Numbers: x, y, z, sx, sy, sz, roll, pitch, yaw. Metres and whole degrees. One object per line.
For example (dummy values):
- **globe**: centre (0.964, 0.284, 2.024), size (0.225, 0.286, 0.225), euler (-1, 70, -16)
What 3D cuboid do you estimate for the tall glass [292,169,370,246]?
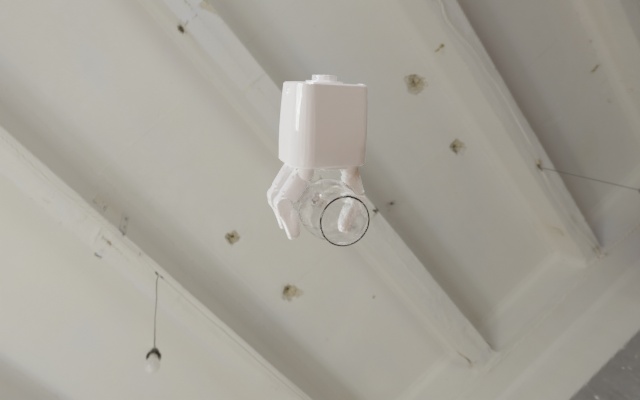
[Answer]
- **tall glass**: centre (0.000, 0.002, 0.648), size (0.079, 0.079, 0.201), euler (0, 13, -17)
